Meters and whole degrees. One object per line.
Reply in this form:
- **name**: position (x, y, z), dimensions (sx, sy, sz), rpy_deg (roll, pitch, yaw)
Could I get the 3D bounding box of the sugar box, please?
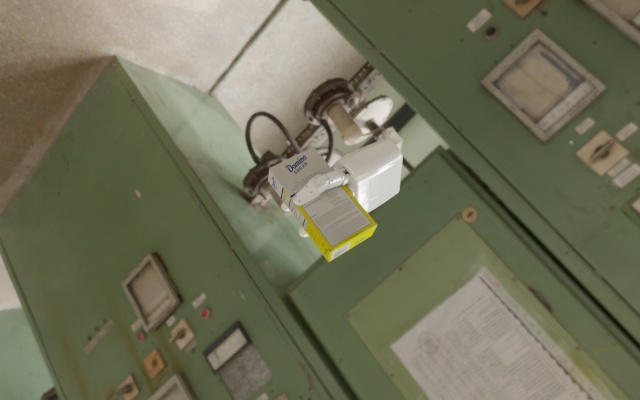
- **sugar box**: position (0.000, 0.003, 0.776), dimensions (0.093, 0.176, 0.048), rpy_deg (-28, -24, -23)
